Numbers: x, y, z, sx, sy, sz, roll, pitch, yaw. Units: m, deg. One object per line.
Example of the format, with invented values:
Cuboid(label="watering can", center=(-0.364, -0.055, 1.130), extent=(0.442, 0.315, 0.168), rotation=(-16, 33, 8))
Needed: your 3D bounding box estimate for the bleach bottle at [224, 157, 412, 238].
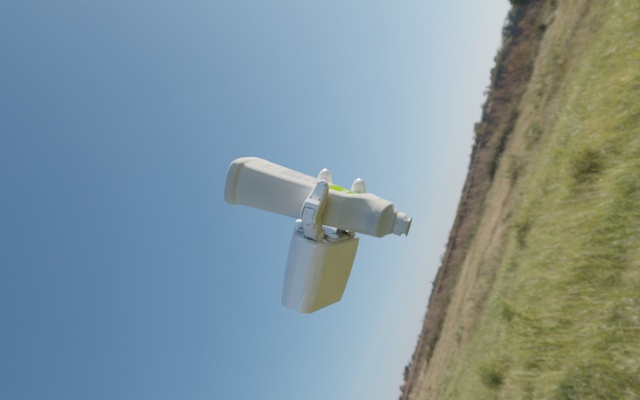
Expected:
Cuboid(label="bleach bottle", center=(0.000, 0.002, 0.663), extent=(0.251, 0.068, 0.102), rotation=(17, 13, 16))
